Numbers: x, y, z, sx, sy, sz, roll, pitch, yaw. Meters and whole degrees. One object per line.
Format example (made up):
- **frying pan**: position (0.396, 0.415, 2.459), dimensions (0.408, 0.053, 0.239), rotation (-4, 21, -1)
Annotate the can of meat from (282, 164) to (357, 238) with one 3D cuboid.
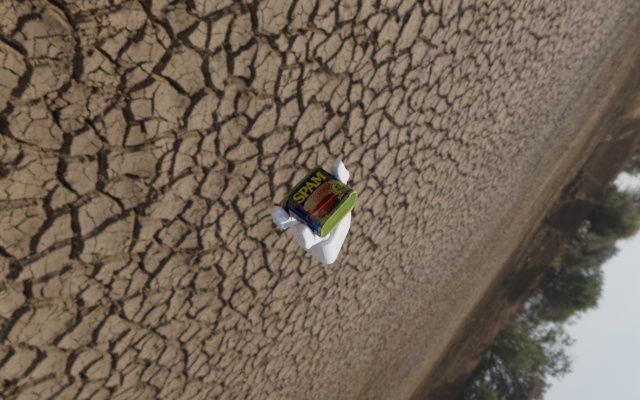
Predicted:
- **can of meat**: position (0.000, 0.003, 0.802), dimensions (0.084, 0.102, 0.057), rotation (35, -23, 21)
